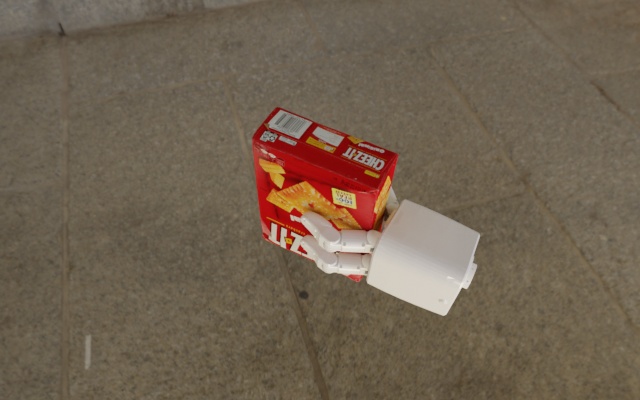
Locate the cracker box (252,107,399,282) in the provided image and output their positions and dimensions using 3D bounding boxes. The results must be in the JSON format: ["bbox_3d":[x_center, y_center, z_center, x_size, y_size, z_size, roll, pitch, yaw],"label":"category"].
[{"bbox_3d":[0.000,0.002,0.624,0.164,0.072,0.214,23,-35,15],"label":"cracker box"}]
